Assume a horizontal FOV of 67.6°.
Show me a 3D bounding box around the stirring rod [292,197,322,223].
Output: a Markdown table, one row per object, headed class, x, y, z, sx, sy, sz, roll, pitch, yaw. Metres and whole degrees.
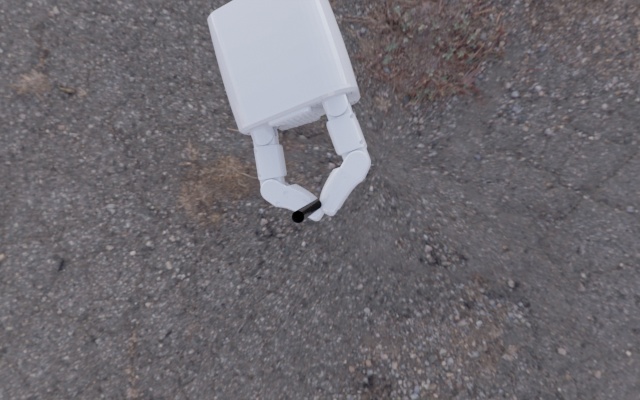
| class | x | y | z | sx | sy | sz | roll | pitch | yaw |
| --- | --- | --- | --- | --- | --- | --- | --- | --- | --- |
| stirring rod | 0.000 | 0.001 | 0.419 | 0.011 | 0.011 | 0.239 | 0 | 4 | 7 |
